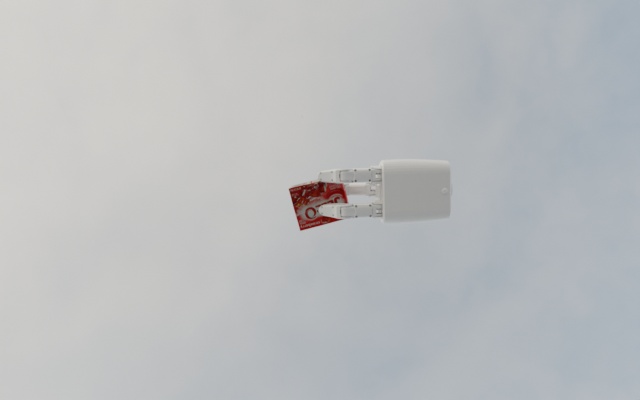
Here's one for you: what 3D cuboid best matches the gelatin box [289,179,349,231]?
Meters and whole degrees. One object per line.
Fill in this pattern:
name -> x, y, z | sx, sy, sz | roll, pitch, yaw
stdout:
gelatin box -> 0.000, 0.003, 0.780 | 0.089, 0.073, 0.030 | -14, 9, 6
